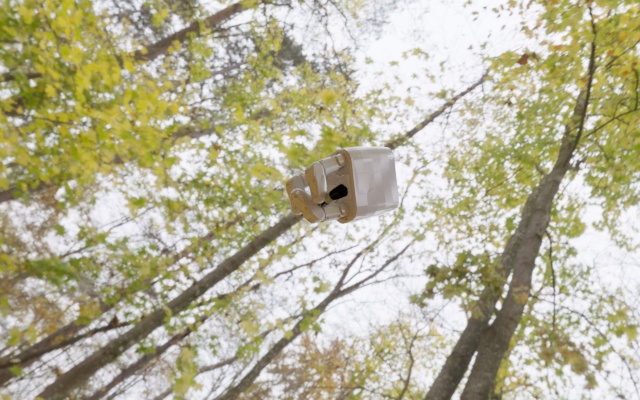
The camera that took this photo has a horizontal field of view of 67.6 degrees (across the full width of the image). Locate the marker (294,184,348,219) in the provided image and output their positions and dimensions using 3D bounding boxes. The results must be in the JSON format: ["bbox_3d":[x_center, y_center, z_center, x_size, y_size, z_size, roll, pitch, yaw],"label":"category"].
[{"bbox_3d":[0.000,0.002,0.708,0.020,0.020,0.121,0,-18,-37],"label":"marker"}]
